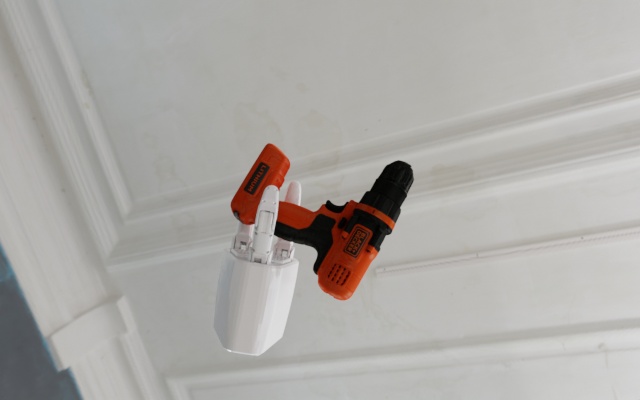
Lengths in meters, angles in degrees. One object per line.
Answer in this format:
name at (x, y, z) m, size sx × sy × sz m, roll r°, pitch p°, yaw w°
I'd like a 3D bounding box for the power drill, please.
power drill at (0.000, 0.002, 0.585) m, size 0.187 × 0.184 × 0.057 m, roll 27°, pitch -13°, yaw 17°
